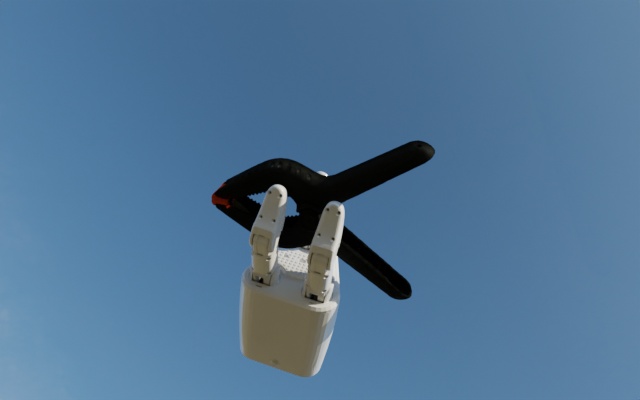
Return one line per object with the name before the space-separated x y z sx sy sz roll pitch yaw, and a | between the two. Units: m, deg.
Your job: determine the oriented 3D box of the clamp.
clamp | 0.000 0.001 0.446 0.210 0.165 0.036 16 32 10
